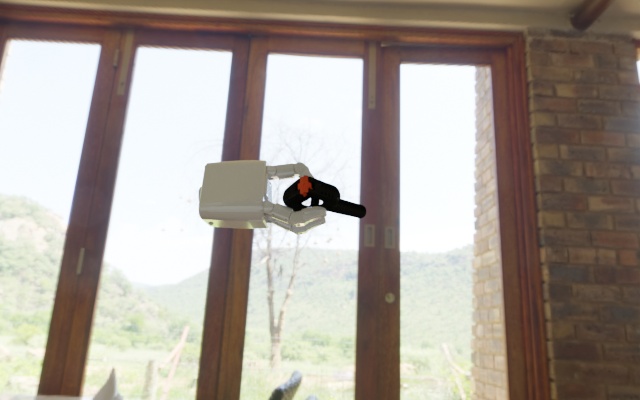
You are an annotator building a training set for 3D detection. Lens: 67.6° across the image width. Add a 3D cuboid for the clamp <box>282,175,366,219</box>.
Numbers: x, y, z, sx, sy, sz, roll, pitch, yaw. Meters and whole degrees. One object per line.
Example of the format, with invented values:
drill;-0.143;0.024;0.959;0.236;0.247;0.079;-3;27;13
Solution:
clamp;0.000;0.002;0.810;0.164;0.036;0.210;-3;-16;1
